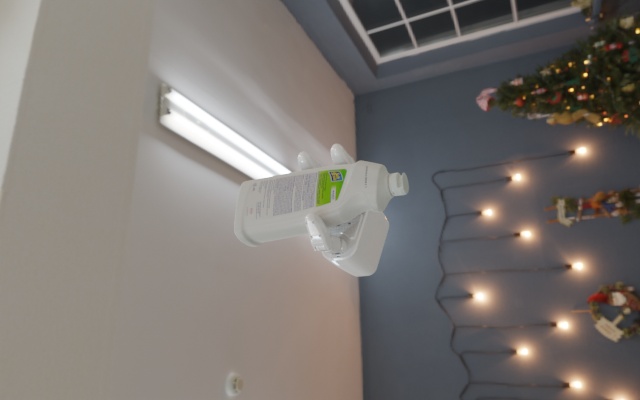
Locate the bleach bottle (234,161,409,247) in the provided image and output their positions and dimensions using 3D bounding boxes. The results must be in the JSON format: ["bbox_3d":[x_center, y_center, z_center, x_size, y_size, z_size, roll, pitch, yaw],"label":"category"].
[{"bbox_3d":[0.000,0.002,0.682,0.251,0.102,0.068,-9,-26,25],"label":"bleach bottle"}]
